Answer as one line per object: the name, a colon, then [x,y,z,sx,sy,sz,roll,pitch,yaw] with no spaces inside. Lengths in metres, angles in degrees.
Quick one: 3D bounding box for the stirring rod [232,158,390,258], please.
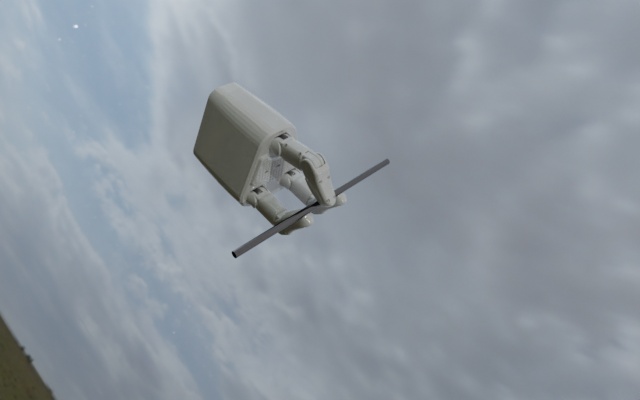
stirring rod: [0.000,0.002,0.532,0.239,0.011,0.011,-31,19,-35]
